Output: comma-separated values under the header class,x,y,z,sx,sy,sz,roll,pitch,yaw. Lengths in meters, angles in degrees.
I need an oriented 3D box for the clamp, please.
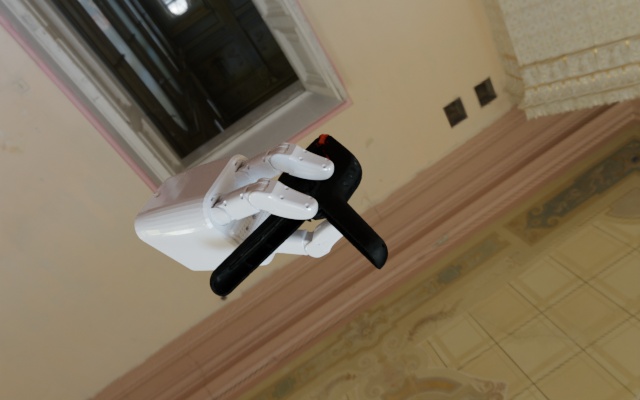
class,x,y,z,sx,sy,sz,roll,pitch,yaw
clamp,0.000,0.002,0.458,0.164,0.036,0.209,-8,38,28
